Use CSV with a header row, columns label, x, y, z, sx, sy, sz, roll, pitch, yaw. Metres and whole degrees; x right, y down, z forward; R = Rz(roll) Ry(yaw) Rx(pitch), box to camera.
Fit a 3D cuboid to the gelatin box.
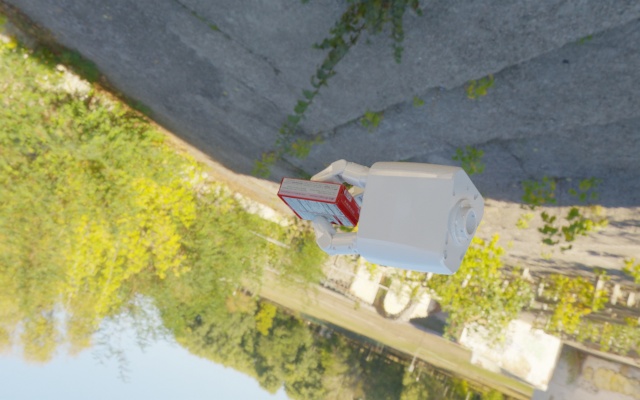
label,x,y,z,sx,sy,sz,roll,pitch,yaw
gelatin box,0.000,0.002,0.610,0.089,0.030,0.073,7,-23,28
